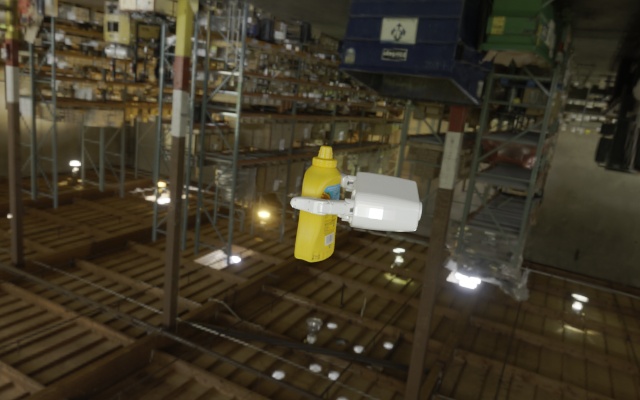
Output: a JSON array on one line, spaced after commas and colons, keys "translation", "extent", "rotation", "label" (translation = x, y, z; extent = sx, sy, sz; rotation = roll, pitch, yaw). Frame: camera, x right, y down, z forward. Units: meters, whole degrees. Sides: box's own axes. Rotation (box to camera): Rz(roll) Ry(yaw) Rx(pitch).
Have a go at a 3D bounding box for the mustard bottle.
[{"translation": [0.000, 0.003, 0.818], "extent": [0.058, 0.192, 0.096], "rotation": [13, 14, 26], "label": "mustard bottle"}]
